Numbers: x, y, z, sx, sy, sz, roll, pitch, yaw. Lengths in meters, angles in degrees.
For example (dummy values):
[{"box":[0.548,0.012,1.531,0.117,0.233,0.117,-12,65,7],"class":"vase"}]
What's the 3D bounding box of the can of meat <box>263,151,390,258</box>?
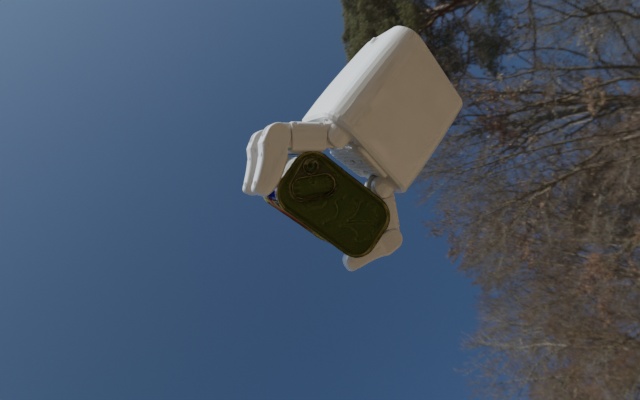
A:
[{"box":[0.000,0.002,0.437,0.102,0.057,0.084,36,-8,-17],"class":"can of meat"}]
